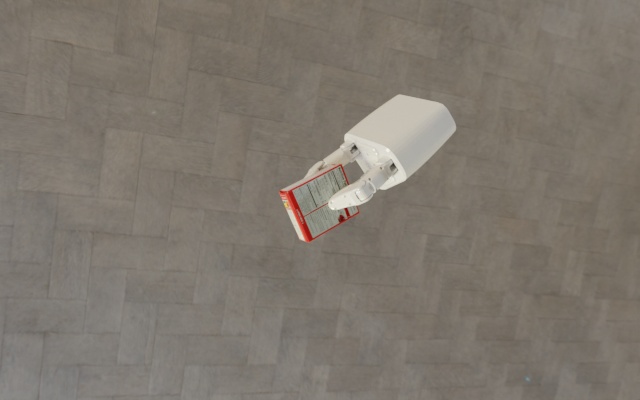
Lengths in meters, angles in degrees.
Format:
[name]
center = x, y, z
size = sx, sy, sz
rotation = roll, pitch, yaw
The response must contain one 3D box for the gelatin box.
[gelatin box]
center = 0.000, 0.002, 0.627
size = 0.089, 0.073, 0.030
rotation = -29, 16, -23
